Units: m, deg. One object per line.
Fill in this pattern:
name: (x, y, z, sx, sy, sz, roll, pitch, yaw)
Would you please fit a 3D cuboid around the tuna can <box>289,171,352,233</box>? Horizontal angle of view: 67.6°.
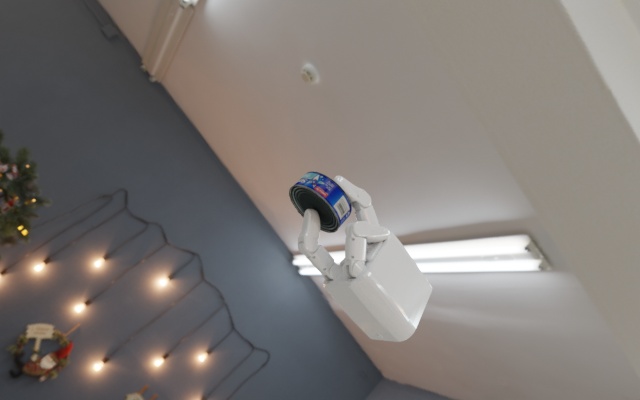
tuna can: (0.000, 0.002, 0.652, 0.033, 0.086, 0.086, -47, 25, -26)
